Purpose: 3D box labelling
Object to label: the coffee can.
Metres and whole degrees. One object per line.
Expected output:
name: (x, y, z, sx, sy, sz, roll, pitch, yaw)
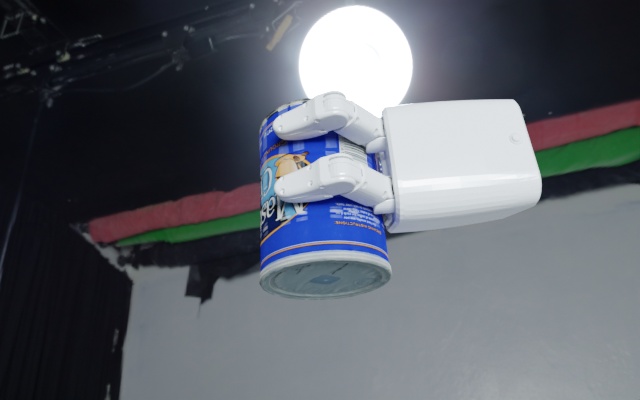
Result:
coffee can: (0.000, 0.001, 0.401, 0.103, 0.140, 0.103, -3, -27, -2)
